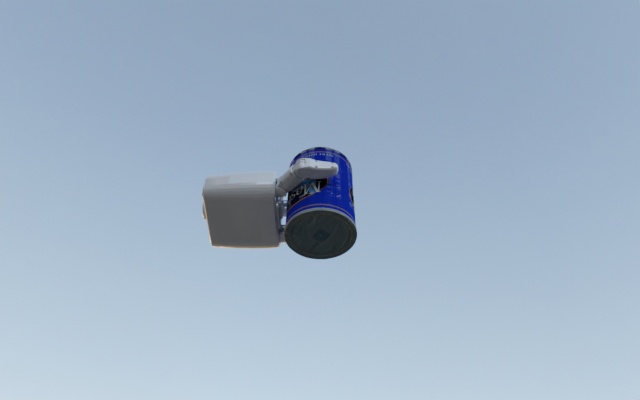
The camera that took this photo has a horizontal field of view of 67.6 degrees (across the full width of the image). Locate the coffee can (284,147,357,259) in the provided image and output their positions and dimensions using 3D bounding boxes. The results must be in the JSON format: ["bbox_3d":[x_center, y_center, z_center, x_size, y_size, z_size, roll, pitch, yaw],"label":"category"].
[{"bbox_3d":[0.000,0.002,0.718,0.103,0.103,0.140,0,44,0],"label":"coffee can"}]
